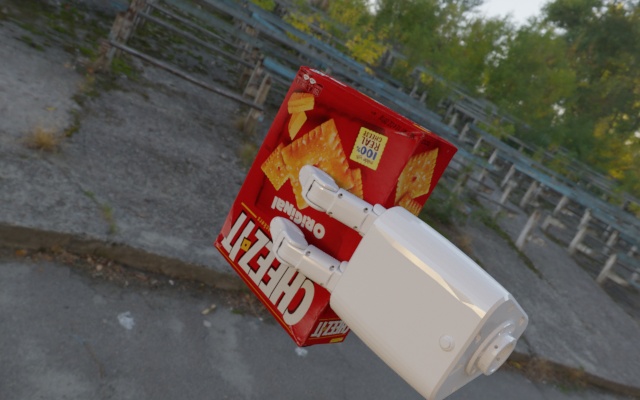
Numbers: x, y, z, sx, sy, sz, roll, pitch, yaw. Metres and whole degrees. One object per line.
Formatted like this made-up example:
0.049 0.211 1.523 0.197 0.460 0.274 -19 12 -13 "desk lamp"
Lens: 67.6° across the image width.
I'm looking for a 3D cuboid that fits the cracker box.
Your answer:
0.000 0.001 0.455 0.072 0.214 0.164 12 22 -49 "cracker box"
